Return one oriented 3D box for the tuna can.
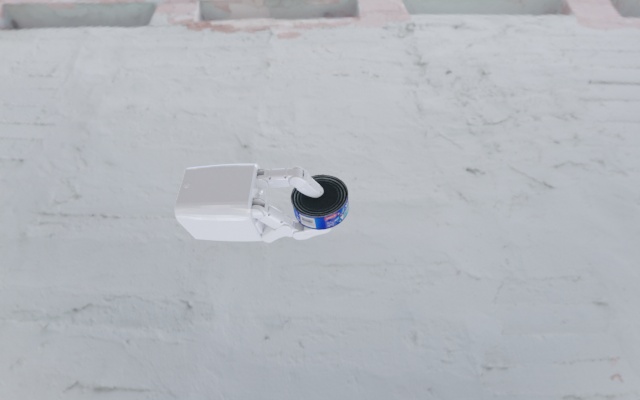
[{"bbox_3d":[0.000,0.003,0.716,0.086,0.086,0.034,0,-43,9],"label":"tuna can"}]
